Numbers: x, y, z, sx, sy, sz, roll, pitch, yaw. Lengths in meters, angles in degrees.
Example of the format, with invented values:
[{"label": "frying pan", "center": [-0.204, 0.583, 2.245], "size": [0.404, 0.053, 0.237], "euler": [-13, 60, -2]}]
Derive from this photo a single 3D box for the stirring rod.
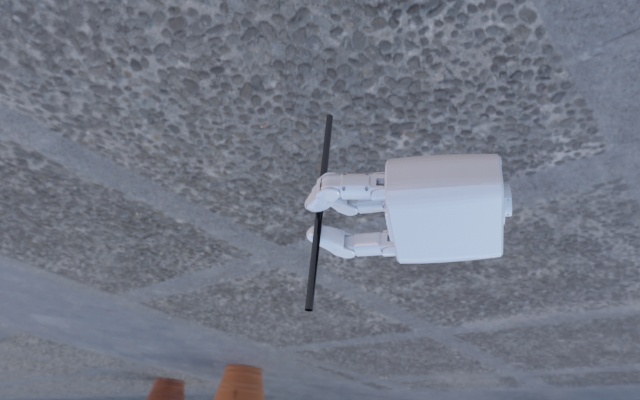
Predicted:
[{"label": "stirring rod", "center": [0.000, 0.002, 0.516], "size": [0.011, 0.239, 0.011], "euler": [5, -30, 3]}]
